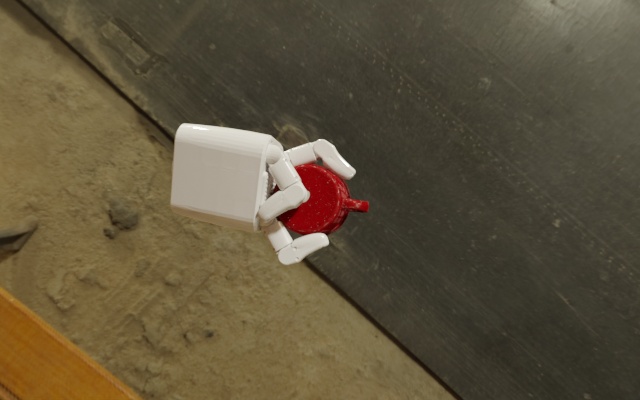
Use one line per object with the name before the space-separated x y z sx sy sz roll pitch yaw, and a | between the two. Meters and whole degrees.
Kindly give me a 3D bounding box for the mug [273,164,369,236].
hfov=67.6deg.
mug | 0.001 0.002 0.580 0.117 0.093 0.081 10 -1 7
